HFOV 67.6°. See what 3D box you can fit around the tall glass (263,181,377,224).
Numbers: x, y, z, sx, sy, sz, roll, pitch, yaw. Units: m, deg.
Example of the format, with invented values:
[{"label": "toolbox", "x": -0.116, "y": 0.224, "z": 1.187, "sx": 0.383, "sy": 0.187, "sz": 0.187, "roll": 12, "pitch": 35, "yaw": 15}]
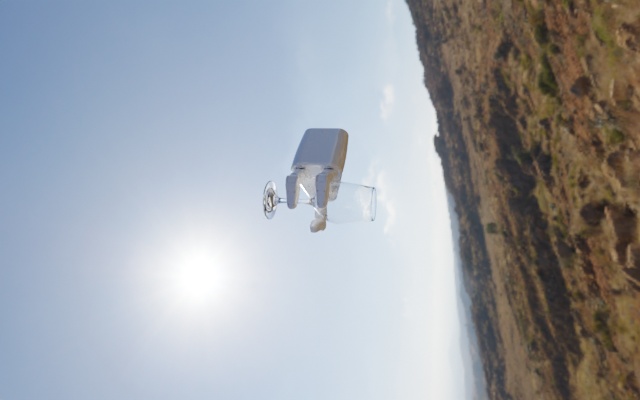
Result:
[{"label": "tall glass", "x": -0.001, "y": 0.003, "z": 0.882, "sx": 0.201, "sy": 0.079, "sz": 0.079, "roll": 3, "pitch": 1, "yaw": 15}]
